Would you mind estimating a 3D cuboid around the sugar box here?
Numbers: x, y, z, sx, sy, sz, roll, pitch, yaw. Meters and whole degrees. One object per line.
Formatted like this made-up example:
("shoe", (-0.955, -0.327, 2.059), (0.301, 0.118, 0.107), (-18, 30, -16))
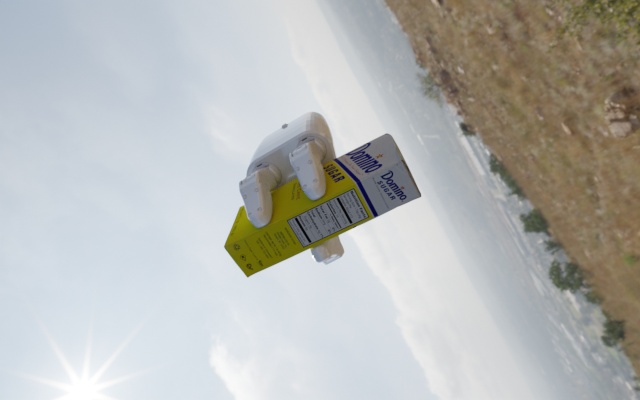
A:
("sugar box", (0.000, 0.001, 0.453), (0.176, 0.048, 0.093), (-29, 20, 11))
